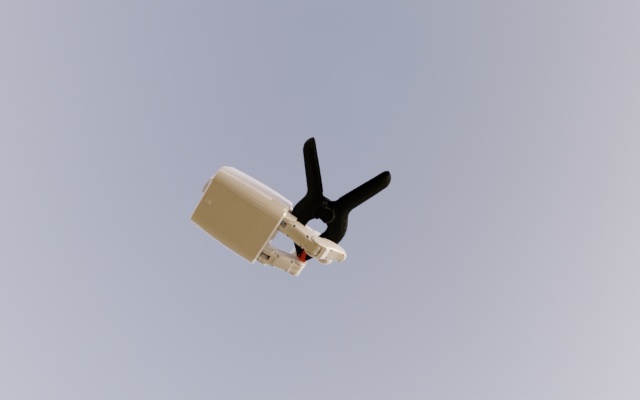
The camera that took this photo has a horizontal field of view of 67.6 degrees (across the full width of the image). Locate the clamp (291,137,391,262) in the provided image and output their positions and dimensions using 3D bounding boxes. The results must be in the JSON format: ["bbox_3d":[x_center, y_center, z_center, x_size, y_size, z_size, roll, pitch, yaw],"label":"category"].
[{"bbox_3d":[0.000,0.002,0.638,0.120,0.171,0.039,34,19,-2],"label":"clamp"}]
